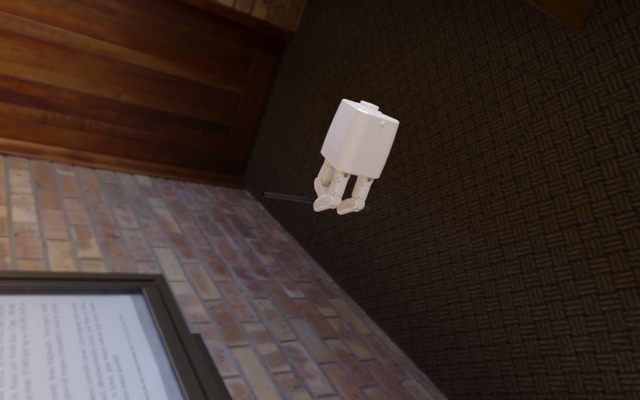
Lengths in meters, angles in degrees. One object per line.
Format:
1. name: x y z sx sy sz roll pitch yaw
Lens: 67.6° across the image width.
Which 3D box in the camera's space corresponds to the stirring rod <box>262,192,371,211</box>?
1. stirring rod: 0.000 0.003 0.859 0.239 0.011 0.011 8 -5 -37
